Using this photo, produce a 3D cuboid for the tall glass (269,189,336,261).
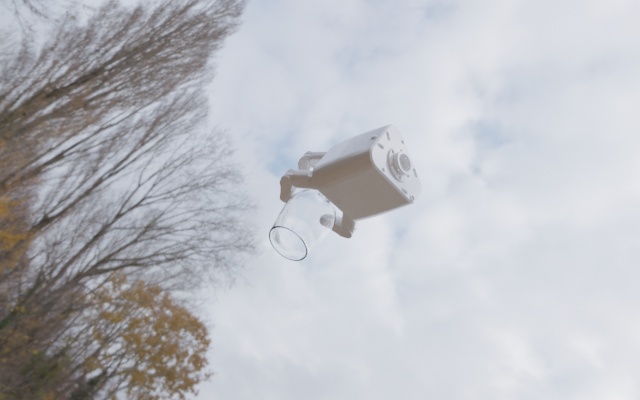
[{"bbox_3d":[0.000,0.002,0.722,0.079,0.079,0.201,0,36,34],"label":"tall glass"}]
